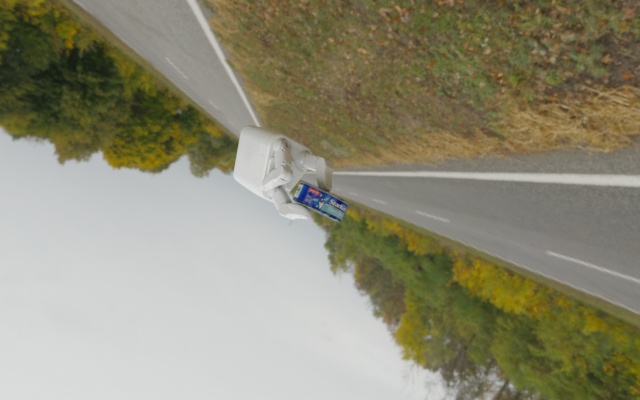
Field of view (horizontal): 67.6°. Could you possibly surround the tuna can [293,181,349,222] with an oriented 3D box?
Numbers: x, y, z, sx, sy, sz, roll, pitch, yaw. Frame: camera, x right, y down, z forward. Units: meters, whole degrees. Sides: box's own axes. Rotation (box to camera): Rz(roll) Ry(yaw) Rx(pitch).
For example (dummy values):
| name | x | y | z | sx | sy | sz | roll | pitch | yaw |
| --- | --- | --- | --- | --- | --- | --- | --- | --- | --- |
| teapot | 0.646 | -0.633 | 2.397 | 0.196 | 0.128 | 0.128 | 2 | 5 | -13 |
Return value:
| name | x | y | z | sx | sy | sz | roll | pitch | yaw |
| --- | --- | --- | --- | --- | --- | --- | --- | --- | --- |
| tuna can | 0.000 | 0.003 | 0.755 | 0.086 | 0.034 | 0.086 | 25 | -3 | 1 |
